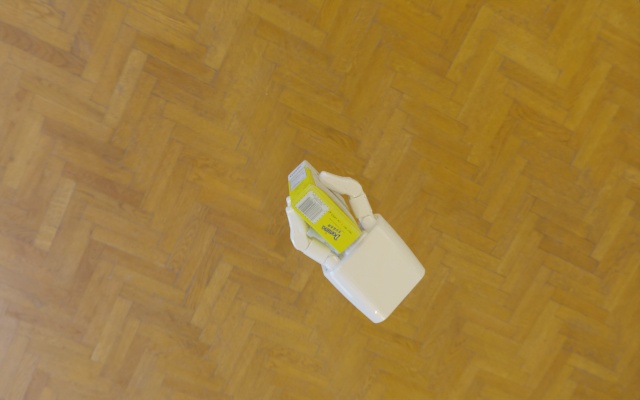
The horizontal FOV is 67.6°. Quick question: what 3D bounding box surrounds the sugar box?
[{"bbox_3d":[0.000,0.003,0.669,0.048,0.093,0.176,-44,13,4],"label":"sugar box"}]
